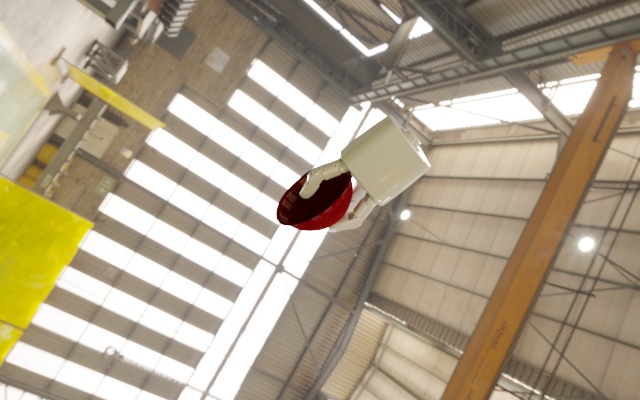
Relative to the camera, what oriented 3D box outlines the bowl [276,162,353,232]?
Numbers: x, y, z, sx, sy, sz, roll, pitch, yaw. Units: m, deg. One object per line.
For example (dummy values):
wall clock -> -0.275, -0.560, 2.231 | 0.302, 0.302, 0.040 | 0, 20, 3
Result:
bowl -> -0.001, 0.004, 0.854 | 0.162, 0.162, 0.055 | 0, -45, 48
